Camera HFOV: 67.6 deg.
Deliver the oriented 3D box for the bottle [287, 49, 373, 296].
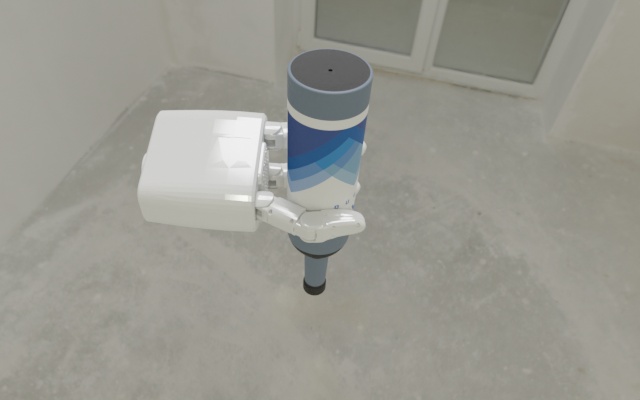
[{"bbox_3d":[0.000,0.001,0.472,0.069,0.069,0.296,0,-44,-4],"label":"bottle"}]
